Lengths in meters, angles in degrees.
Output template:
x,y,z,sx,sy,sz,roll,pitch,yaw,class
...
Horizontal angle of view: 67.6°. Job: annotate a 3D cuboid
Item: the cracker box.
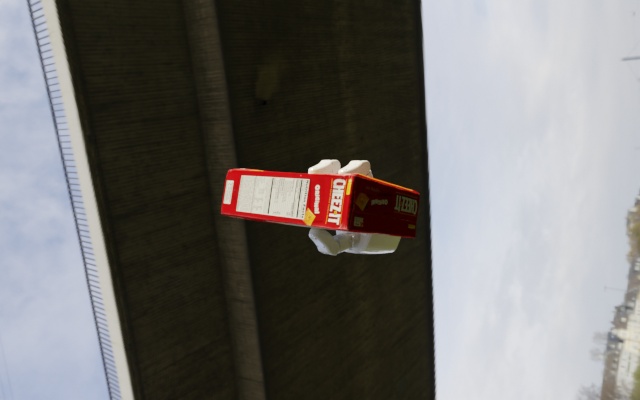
x,y,z,sx,sy,sz,roll,pitch,yaw,class
0.000,0.002,0.644,0.213,0.072,0.164,5,-3,38,cracker box
